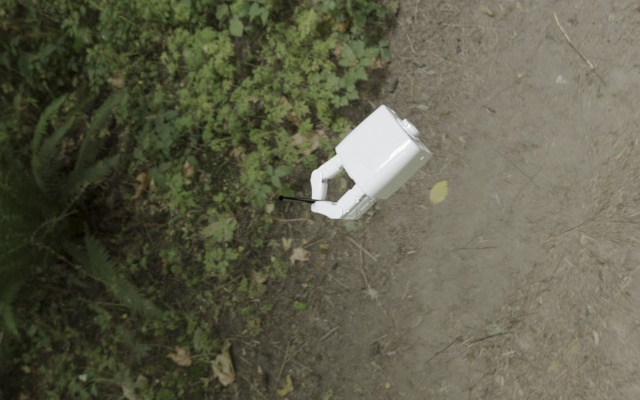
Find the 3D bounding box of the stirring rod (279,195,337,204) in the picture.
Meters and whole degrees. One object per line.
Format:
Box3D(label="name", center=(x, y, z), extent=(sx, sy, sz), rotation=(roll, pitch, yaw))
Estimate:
Box3D(label="stirring rod", center=(0.000, 0.003, 0.791), extent=(0.011, 0.011, 0.239), rotation=(0, -3, 28))
